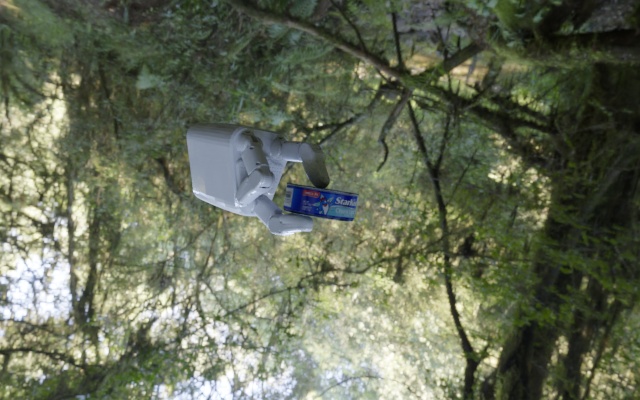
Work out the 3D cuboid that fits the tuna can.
[{"bbox_3d":[0.000,0.002,0.562,0.086,0.034,0.086,9,1,0],"label":"tuna can"}]
